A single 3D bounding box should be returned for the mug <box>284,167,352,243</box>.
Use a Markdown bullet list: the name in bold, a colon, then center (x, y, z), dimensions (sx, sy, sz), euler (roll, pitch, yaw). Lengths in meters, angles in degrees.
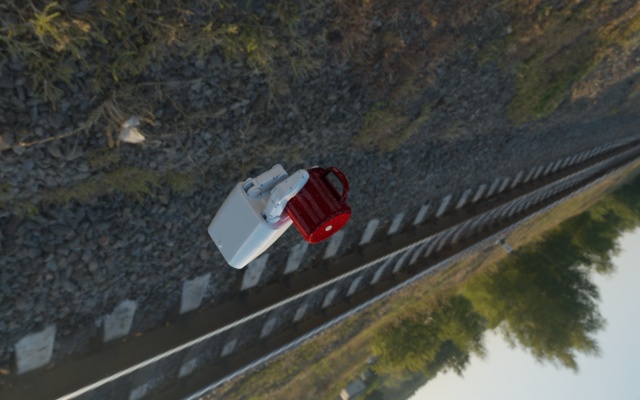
- **mug**: center (0.001, 0.002, 0.714), dimensions (0.117, 0.081, 0.093), euler (-48, -23, 28)
